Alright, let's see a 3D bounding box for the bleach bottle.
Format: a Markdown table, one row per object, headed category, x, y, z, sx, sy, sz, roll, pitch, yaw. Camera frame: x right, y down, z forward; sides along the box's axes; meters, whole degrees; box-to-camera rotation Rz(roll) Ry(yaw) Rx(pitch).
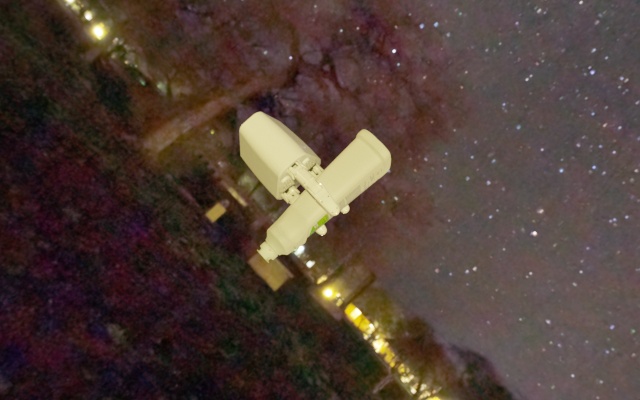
| category | x | y | z | sx | sy | sz | roll | pitch | yaw |
| --- | --- | --- | --- | --- | --- | --- | --- | --- | --- |
| bleach bottle | 0.000 | 0.003 | 0.760 | 0.251 | 0.068 | 0.102 | -42 | -16 | -6 |
